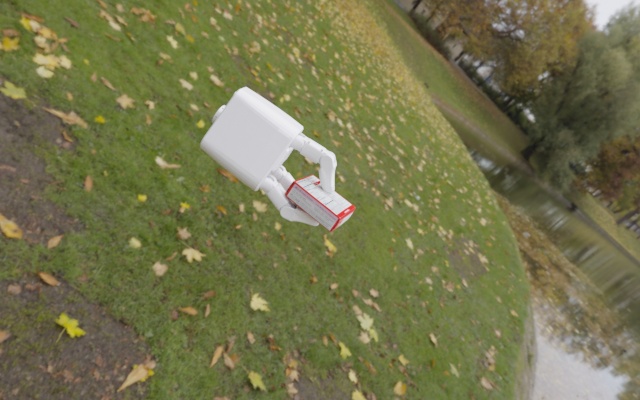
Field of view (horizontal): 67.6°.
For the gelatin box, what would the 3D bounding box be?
[{"bbox_3d":[0.001,0.002,0.705,0.089,0.030,0.073,38,22,10],"label":"gelatin box"}]
